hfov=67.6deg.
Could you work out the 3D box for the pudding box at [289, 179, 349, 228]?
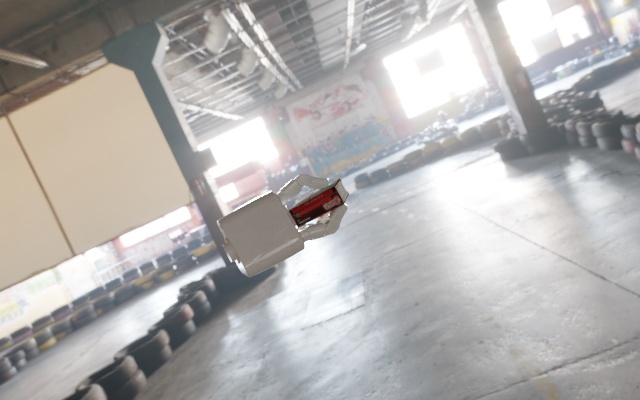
[{"bbox_3d":[0.000,0.003,0.833,0.090,0.039,0.113,-27,7,11],"label":"pudding box"}]
